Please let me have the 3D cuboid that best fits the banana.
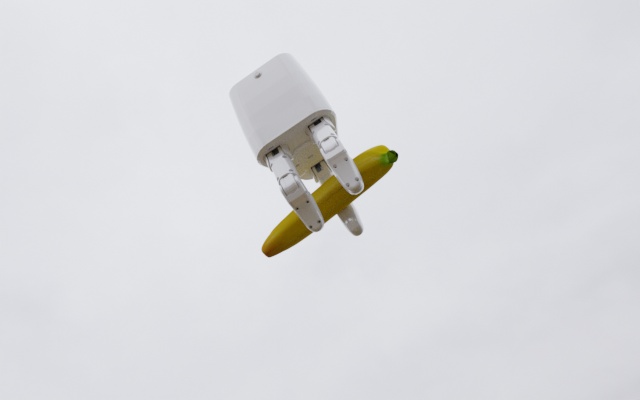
[{"bbox_3d":[0.011,-0.004,0.519,0.198,0.037,0.069,-40,-8,29],"label":"banana"}]
